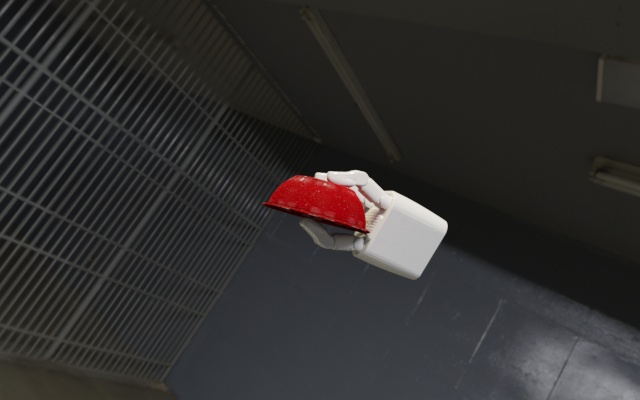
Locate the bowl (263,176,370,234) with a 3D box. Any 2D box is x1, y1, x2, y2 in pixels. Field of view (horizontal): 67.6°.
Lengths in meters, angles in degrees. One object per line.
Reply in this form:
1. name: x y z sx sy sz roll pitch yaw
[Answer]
1. bowl: -0.001 0.002 0.696 0.162 0.055 0.162 15 -4 1
